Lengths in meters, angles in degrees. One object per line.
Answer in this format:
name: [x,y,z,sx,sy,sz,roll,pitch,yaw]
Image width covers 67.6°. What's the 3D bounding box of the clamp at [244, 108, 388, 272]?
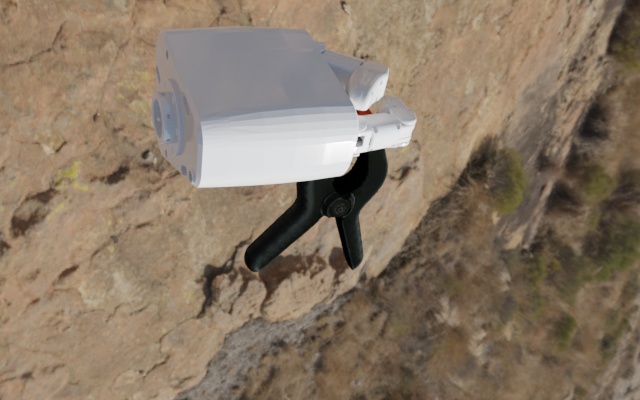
clamp: [0.000,0.002,0.409,0.120,0.172,0.039,-8,39,-29]
